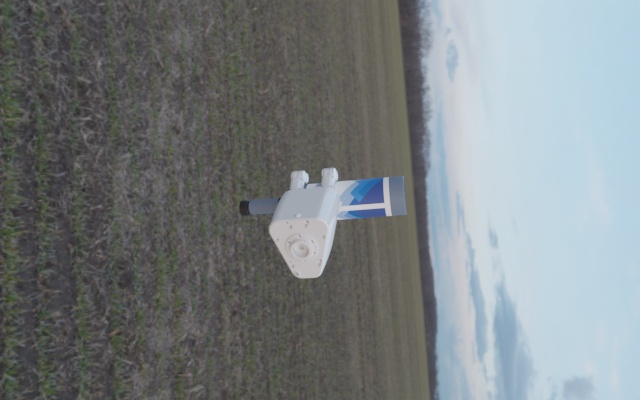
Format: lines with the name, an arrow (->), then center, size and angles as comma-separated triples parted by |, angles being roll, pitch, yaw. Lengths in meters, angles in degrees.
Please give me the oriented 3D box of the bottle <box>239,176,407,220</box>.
bottle -> 0.000, 0.003, 0.843 | 0.296, 0.069, 0.069 | -5, -1, 12
